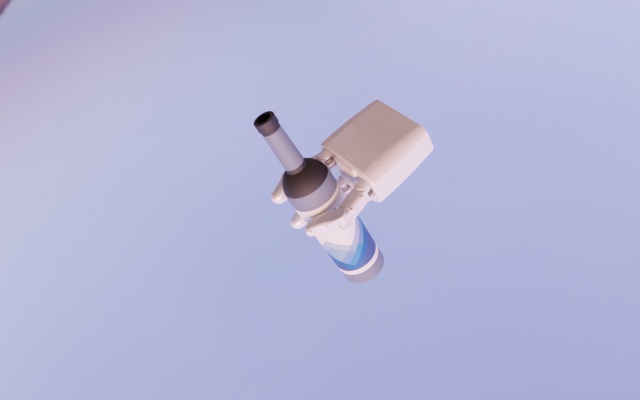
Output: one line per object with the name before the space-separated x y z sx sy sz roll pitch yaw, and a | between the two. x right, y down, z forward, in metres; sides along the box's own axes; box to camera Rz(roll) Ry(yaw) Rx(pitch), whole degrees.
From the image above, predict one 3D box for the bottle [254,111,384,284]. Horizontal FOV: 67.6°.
bottle | 0.000 0.002 0.639 0.069 0.069 0.296 0 -41 37
